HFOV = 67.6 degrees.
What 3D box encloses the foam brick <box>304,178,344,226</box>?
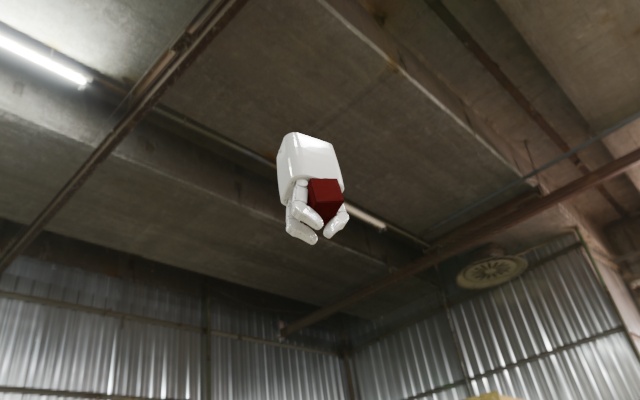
[{"bbox_3d":[0.000,0.003,0.834,0.053,0.051,0.078,0,-34,-21],"label":"foam brick"}]
